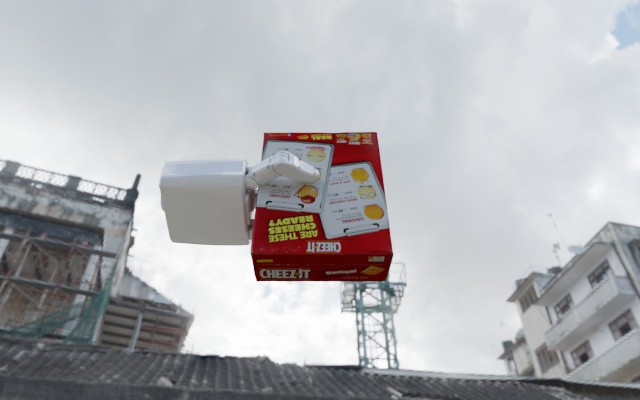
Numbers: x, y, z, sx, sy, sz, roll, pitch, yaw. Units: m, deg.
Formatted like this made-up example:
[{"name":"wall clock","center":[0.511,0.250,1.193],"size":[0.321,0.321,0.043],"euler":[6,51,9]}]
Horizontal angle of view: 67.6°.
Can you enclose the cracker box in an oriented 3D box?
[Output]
[{"name":"cracker box","center":[0.000,0.002,0.629],"size":[0.164,0.213,0.072],"euler":[0,-41,-1]}]
